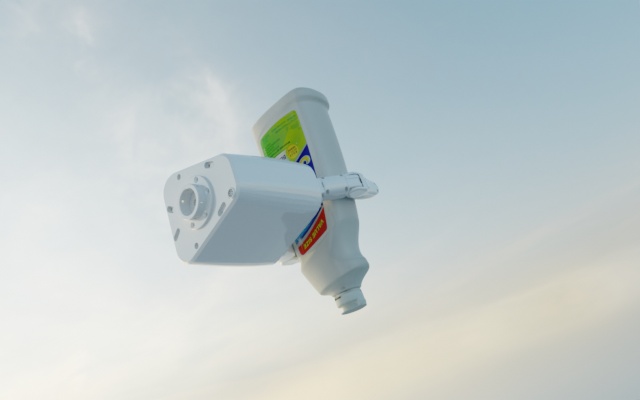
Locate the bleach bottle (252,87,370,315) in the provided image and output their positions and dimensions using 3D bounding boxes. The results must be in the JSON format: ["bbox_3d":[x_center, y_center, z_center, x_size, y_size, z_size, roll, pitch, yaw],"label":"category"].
[{"bbox_3d":[0.000,0.002,0.542,0.102,0.250,0.068,-34,-25,32],"label":"bleach bottle"}]
